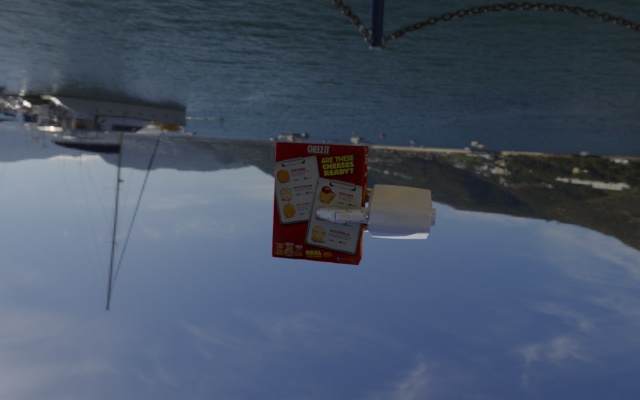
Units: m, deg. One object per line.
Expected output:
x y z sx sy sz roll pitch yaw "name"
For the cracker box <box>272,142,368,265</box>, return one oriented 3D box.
0.000 0.003 0.882 0.164 0.214 0.072 4 7 10 "cracker box"
